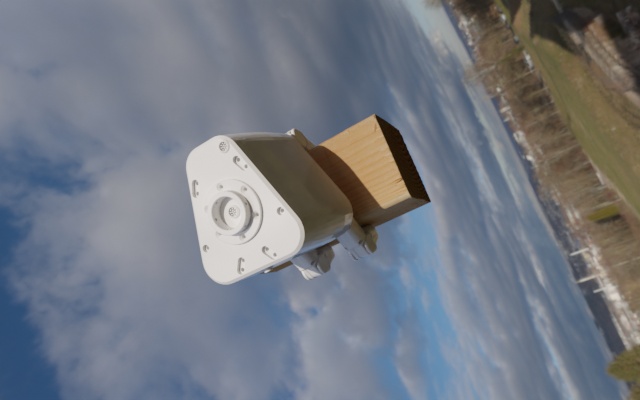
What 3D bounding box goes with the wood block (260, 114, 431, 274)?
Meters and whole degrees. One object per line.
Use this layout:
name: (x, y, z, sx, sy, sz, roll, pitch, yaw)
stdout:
wood block: (0.000, 0.001, 0.520, 0.206, 0.090, 0.090, -26, -14, 22)
